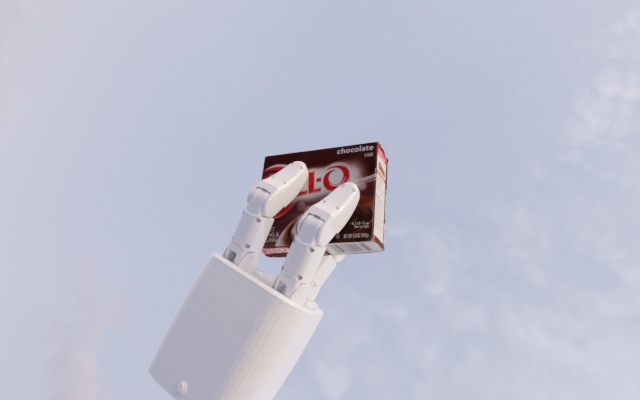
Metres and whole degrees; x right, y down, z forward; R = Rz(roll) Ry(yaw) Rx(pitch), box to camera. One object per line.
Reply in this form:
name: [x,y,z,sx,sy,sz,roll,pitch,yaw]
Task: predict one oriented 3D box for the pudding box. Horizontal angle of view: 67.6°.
pudding box: [0.000,0.001,0.415,0.113,0.090,0.039,-4,-25,21]
